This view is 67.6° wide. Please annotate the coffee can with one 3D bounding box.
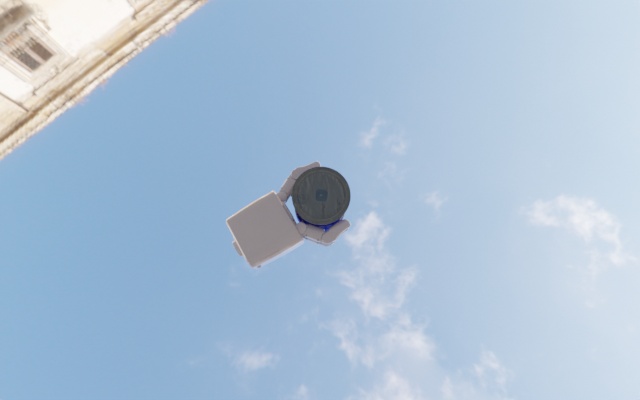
[{"bbox_3d":[0.000,0.003,0.894,0.103,0.103,0.140,0,-10,-1],"label":"coffee can"}]
